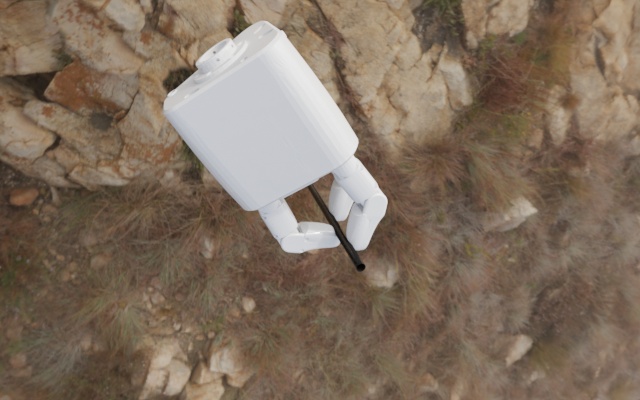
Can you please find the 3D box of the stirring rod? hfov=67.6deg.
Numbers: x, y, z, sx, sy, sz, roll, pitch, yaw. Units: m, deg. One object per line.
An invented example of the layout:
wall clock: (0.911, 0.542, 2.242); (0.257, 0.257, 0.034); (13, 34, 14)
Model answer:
stirring rod: (0.000, 0.002, 0.493); (0.011, 0.011, 0.239); (0, 26, -18)
